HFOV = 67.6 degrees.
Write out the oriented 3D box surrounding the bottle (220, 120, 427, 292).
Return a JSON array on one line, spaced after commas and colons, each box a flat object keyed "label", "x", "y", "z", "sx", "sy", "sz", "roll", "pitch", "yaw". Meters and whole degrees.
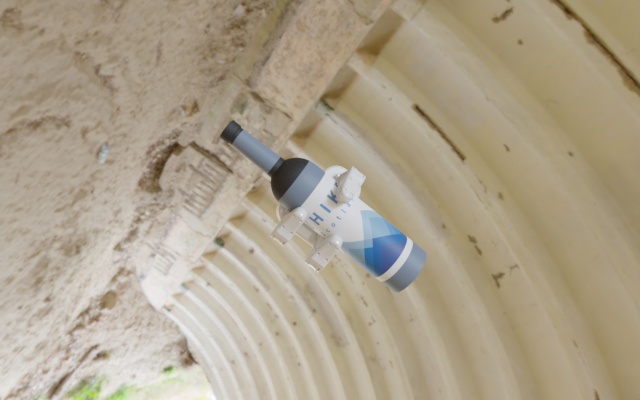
[{"label": "bottle", "x": 0.000, "y": 0.002, "z": 0.601, "sx": 0.296, "sy": 0.069, "sz": 0.069, "roll": 38, "pitch": -5, "yaw": -7}]
